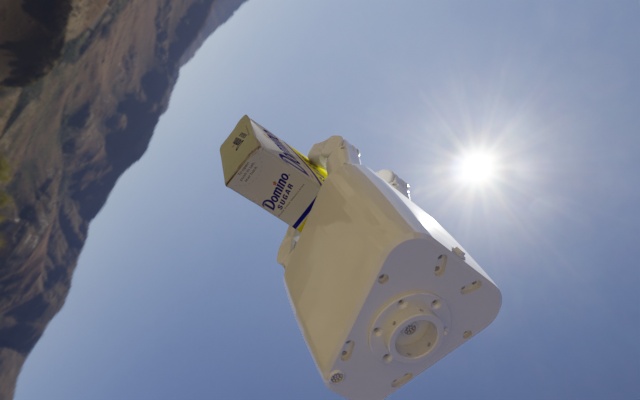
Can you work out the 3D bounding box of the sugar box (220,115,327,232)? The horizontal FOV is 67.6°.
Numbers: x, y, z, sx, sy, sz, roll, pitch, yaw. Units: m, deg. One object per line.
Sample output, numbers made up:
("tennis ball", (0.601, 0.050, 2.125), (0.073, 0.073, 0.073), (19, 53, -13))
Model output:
("sugar box", (0.001, 0.001, 0.407), (0.176, 0.048, 0.093), (36, 10, -26))
